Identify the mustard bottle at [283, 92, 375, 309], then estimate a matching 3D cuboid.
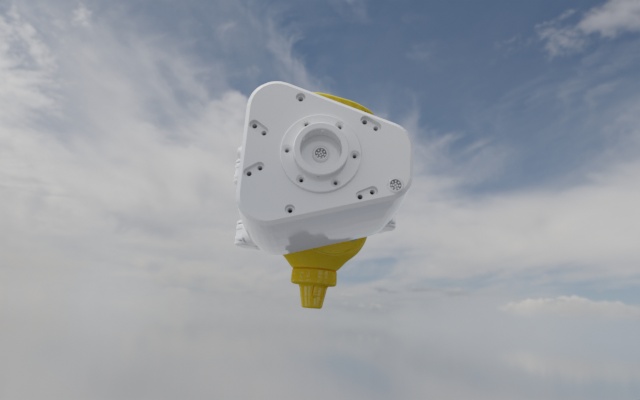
[{"bbox_3d":[0.000,0.001,0.439,0.096,0.191,0.058,11,-15,-24],"label":"mustard bottle"}]
